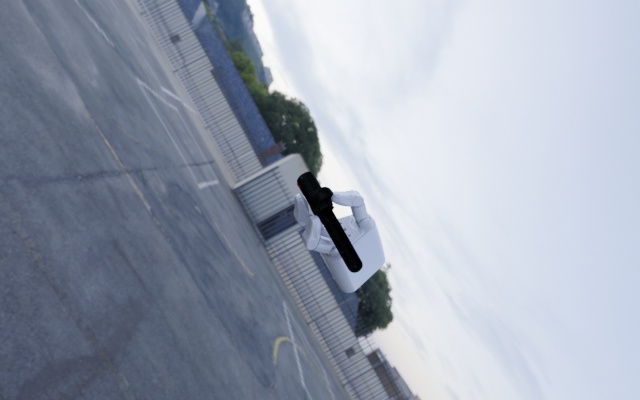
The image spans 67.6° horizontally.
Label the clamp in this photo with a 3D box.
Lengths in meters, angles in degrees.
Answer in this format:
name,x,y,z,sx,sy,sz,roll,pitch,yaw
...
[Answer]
name,x,y,z,sx,sy,sz,roll,pitch,yaw
clamp,0.001,0.002,0.784,0.036,0.165,0.210,-27,40,-6
